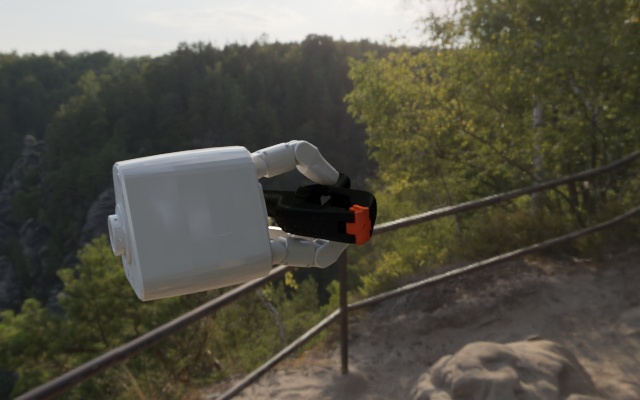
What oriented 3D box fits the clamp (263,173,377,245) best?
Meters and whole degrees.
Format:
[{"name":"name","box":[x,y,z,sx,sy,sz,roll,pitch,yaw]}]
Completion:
[{"name":"clamp","box":[0.000,0.001,0.467,0.164,0.036,0.210,-12,14,-29]}]
